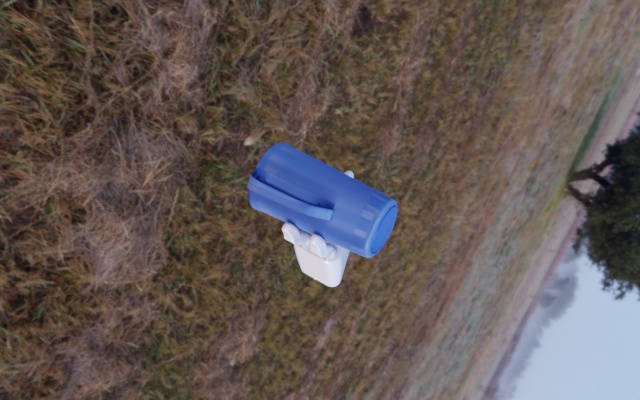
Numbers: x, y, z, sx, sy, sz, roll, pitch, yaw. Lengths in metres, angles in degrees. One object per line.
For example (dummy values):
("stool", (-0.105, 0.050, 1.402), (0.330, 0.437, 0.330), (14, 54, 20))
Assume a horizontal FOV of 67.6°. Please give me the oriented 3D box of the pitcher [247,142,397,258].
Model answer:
("pitcher", (0.000, 0.003, 0.824), (0.243, 0.149, 0.145), (25, -33, 22))
